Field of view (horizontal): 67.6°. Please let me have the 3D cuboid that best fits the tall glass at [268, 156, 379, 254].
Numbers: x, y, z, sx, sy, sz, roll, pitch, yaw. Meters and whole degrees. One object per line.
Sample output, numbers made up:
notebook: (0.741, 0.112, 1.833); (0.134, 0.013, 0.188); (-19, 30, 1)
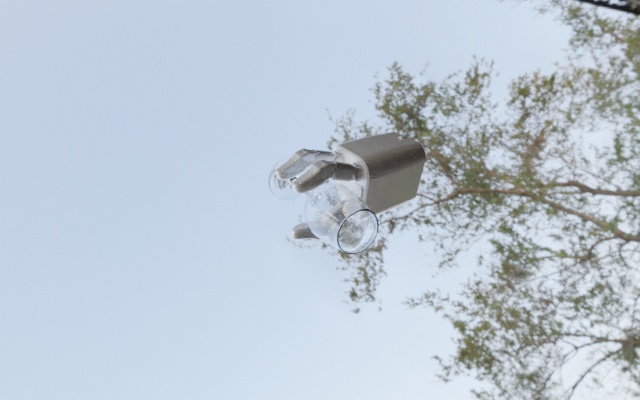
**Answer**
tall glass: (0.000, 0.002, 0.670); (0.079, 0.079, 0.201); (0, 22, -31)
